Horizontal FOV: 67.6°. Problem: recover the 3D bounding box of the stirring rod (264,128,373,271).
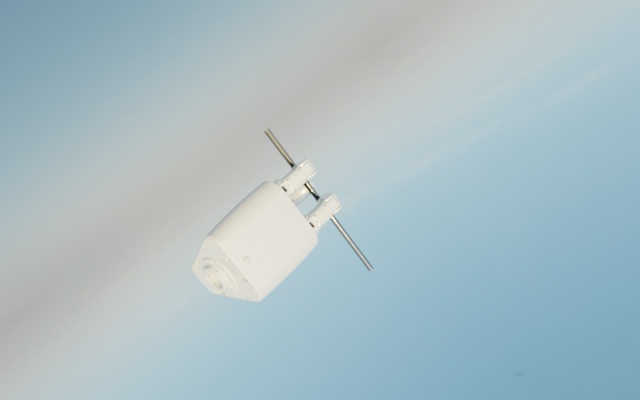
[{"bbox_3d":[0.000,0.002,0.648,0.011,0.239,0.011,-35,11,8],"label":"stirring rod"}]
